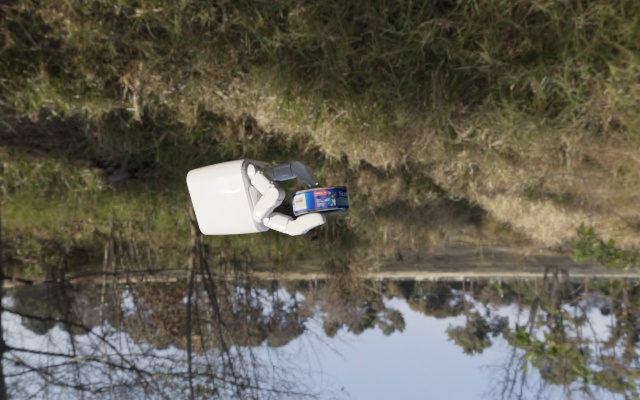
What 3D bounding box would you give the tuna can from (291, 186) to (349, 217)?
[{"bbox_3d":[0.000,0.003,0.724,0.086,0.033,0.086,-7,-6,-1],"label":"tuna can"}]
